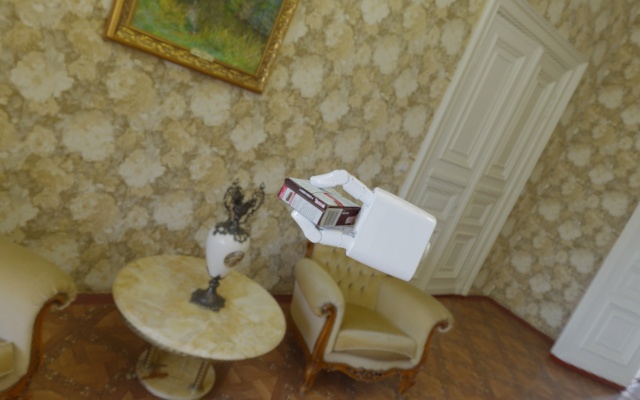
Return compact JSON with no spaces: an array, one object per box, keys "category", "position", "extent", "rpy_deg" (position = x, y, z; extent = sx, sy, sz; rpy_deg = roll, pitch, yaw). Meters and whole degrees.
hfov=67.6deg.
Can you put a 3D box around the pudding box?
[{"category":"pudding box","position":[0.000,0.002,0.748],"extent":[0.090,0.039,0.113],"rpy_deg":[34,13,26]}]
